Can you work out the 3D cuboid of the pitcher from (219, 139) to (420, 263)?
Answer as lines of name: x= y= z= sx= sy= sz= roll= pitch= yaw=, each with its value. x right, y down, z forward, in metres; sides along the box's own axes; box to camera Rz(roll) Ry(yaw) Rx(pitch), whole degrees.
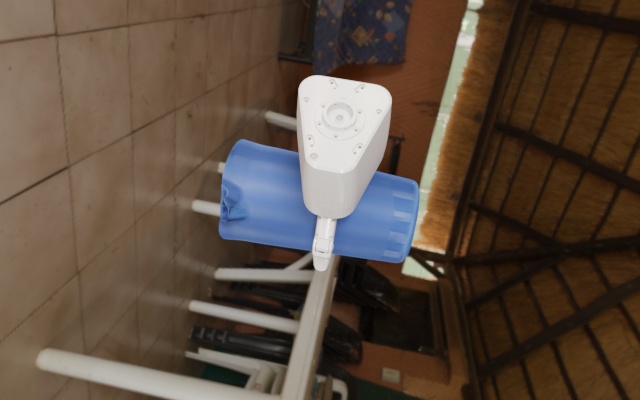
pitcher: x=0.000 y=0.002 z=0.629 sx=0.243 sy=0.149 sz=0.145 roll=11 pitch=-25 yaw=5
